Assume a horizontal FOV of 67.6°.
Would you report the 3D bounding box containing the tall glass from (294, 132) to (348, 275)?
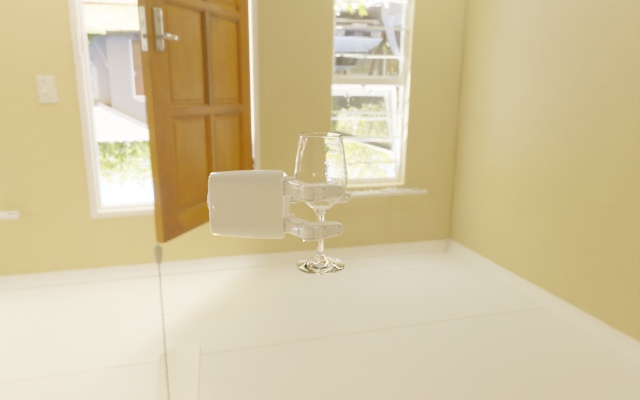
[{"bbox_3d":[0.000,0.003,0.703,0.079,0.201,0.079,1,14,0],"label":"tall glass"}]
